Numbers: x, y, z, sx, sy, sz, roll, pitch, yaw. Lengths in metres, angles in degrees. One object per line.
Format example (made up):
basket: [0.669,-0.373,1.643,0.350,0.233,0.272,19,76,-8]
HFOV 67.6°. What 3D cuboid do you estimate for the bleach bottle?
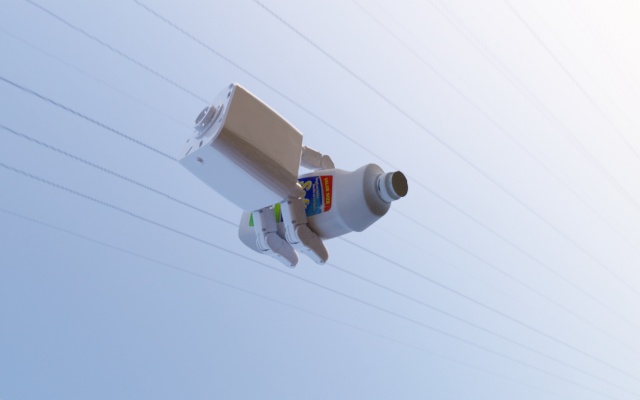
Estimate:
bleach bottle: [0.000,0.002,0.585,0.068,0.102,0.251,36,-34,-31]
